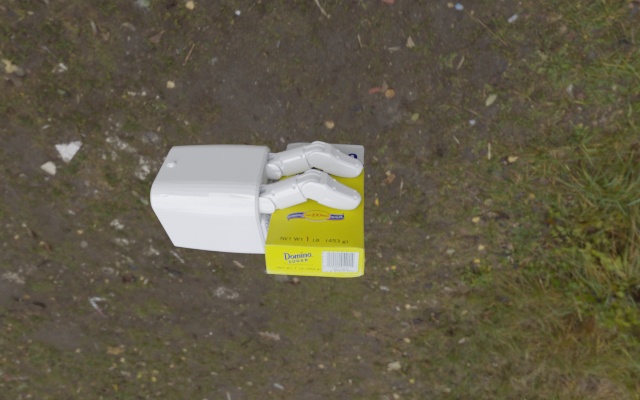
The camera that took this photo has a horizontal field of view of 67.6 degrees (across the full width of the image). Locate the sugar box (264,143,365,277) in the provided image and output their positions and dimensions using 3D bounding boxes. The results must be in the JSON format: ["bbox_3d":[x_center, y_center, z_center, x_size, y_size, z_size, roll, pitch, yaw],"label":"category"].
[{"bbox_3d":[0.000,0.001,0.506,0.093,0.048,0.176,2,41,2],"label":"sugar box"}]
